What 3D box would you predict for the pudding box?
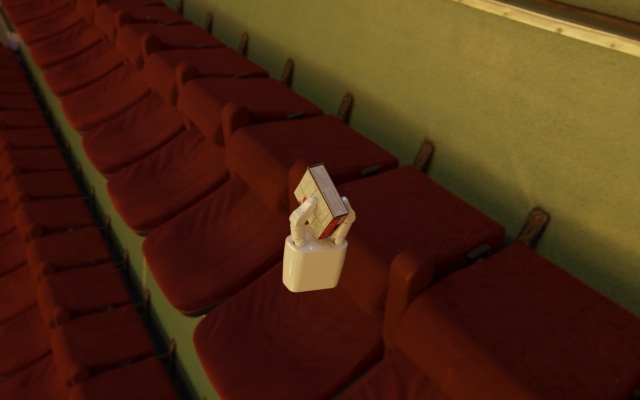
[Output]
[{"bbox_3d":[0.000,0.003,0.882,0.039,0.113,0.090,-17,-22,-31],"label":"pudding box"}]
